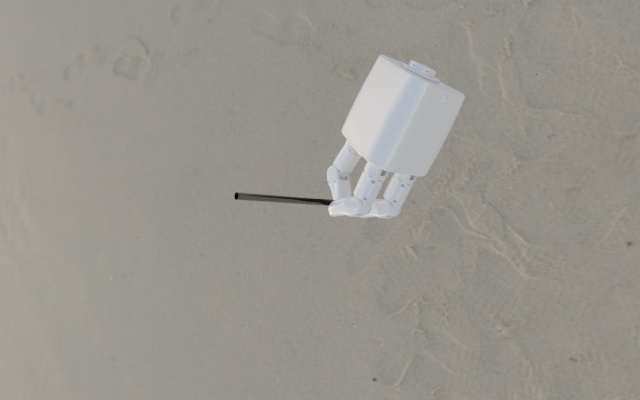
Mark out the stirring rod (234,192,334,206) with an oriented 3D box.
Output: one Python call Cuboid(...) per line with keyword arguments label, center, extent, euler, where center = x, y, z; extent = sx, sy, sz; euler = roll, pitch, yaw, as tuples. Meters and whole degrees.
Cuboid(label="stirring rod", center=(0.000, 0.002, 0.582), extent=(0.239, 0.011, 0.011), euler=(4, -3, -43))
